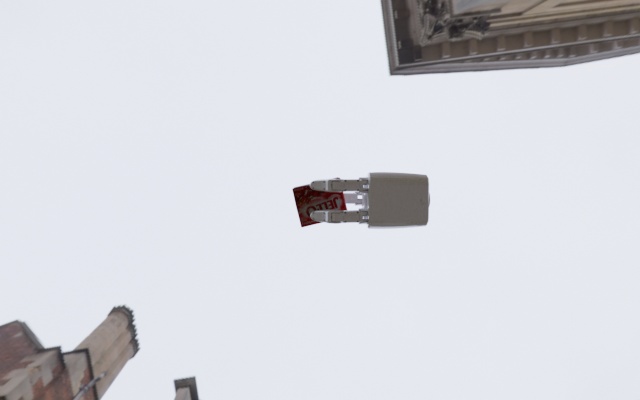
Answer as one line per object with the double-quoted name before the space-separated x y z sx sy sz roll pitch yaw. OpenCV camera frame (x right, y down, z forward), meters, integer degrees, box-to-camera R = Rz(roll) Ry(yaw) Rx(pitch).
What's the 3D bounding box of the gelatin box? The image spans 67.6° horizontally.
"gelatin box" 0.000 0.003 0.862 0.089 0.073 0.030 -13 5 4
